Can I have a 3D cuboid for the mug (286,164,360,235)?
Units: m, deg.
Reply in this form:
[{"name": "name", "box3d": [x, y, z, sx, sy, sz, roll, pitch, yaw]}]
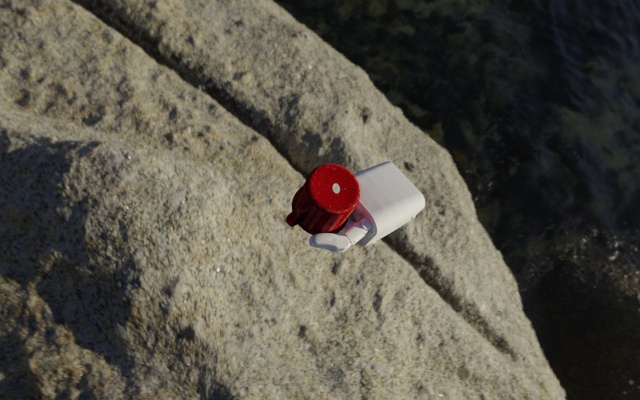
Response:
[{"name": "mug", "box3d": [-0.001, 0.003, 0.704, 0.117, 0.093, 0.081, -26, -14, -24]}]
